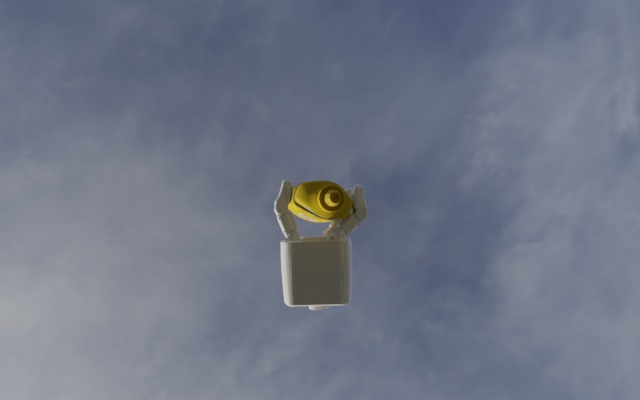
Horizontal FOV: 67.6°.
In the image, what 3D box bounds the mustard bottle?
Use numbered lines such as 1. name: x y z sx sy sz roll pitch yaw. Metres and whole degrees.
1. mustard bottle: 0.000 0.002 0.793 0.096 0.058 0.191 23 -8 -11
